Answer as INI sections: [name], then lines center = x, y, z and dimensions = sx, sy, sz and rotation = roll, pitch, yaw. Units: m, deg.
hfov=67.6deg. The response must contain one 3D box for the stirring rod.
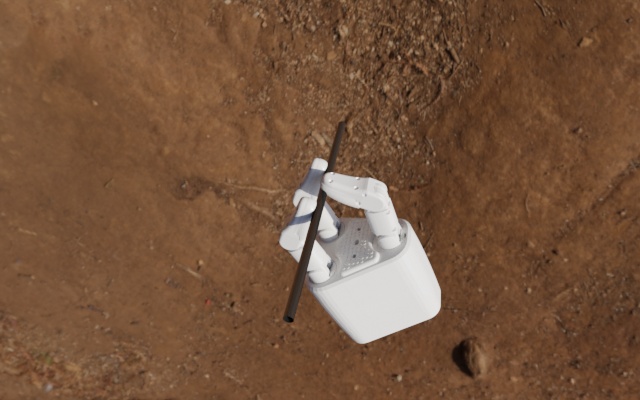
[stirring rod]
center = 0.000, 0.001, 0.417
dimensions = 0.011, 0.011, 0.239
rotation = 0, 43, 15
